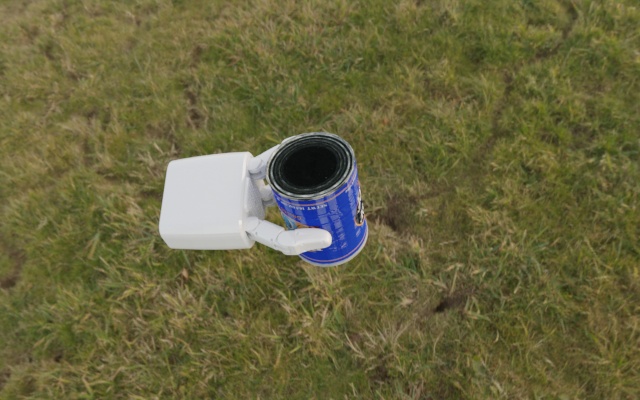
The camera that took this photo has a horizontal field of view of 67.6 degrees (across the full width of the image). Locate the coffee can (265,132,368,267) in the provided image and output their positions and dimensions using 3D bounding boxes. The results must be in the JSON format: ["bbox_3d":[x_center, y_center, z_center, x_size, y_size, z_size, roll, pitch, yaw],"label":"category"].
[{"bbox_3d":[0.000,0.002,0.586,0.103,0.102,0.140,0,-38,13],"label":"coffee can"}]
